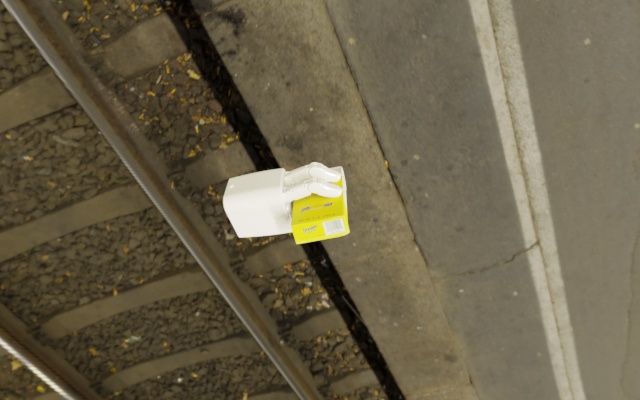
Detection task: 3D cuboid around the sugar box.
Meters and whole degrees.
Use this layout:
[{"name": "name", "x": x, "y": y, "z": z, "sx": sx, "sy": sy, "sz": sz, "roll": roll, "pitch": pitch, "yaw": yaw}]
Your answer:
[{"name": "sugar box", "x": 0.000, "y": 0.002, "z": 0.856, "sx": 0.093, "sy": 0.048, "sz": 0.176, "roll": -11, "pitch": 33, "yaw": 7}]
